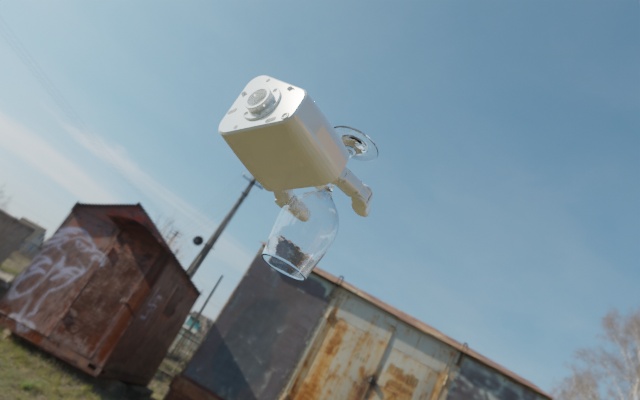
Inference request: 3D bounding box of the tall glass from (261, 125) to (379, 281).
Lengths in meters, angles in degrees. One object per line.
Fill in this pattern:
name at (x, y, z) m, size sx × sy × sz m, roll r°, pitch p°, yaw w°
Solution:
tall glass at (0.001, 0.002, 0.618) m, size 0.079 × 0.201 × 0.079 m, roll 25°, pitch -22°, yaw 11°
